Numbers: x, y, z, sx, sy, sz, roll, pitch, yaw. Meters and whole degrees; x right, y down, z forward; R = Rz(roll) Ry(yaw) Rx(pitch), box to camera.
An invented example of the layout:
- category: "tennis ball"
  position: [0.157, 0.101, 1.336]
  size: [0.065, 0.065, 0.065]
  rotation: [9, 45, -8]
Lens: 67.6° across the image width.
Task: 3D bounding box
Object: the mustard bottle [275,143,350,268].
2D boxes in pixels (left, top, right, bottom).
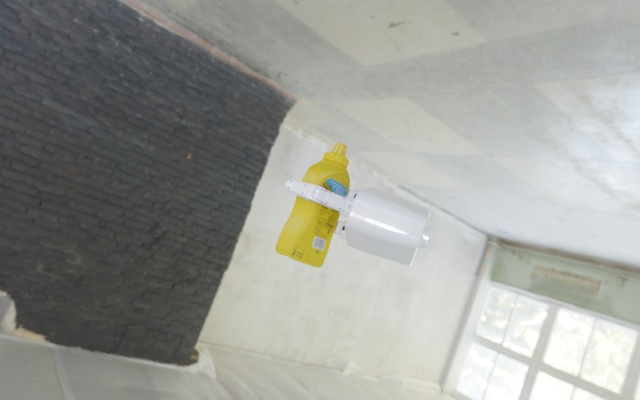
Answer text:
- category: "mustard bottle"
  position: [0.000, 0.003, 0.731]
  size: [0.058, 0.191, 0.096]
  rotation: [17, -7, 37]
